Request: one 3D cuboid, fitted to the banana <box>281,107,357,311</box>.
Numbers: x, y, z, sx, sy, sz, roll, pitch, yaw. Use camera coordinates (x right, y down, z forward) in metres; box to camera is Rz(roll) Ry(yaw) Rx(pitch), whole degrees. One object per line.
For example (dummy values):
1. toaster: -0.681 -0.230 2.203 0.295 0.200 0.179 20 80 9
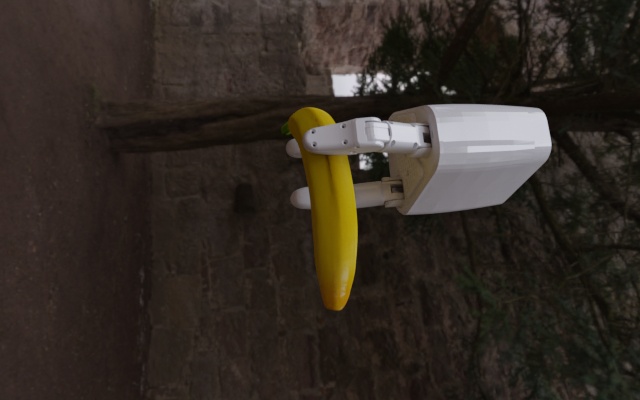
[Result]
1. banana: 0.003 -0.013 0.392 0.037 0.197 0.070 -3 -36 -15
